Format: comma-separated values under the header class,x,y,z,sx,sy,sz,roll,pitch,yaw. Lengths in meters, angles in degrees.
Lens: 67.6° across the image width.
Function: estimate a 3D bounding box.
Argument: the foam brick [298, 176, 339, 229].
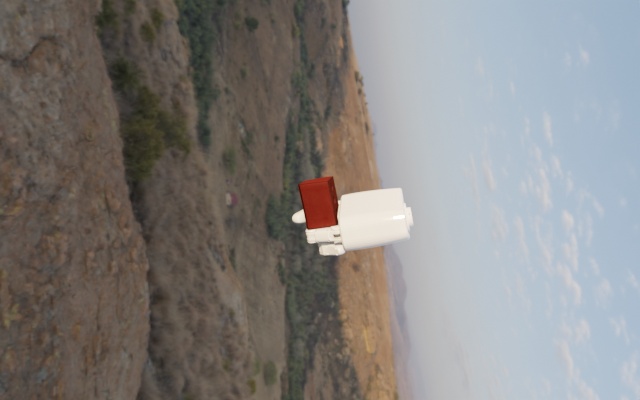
class,x,y,z,sx,sy,sz,roll,pitch,yaw
foam brick,0.000,0.002,0.800,0.051,0.078,0.053,-9,10,15
